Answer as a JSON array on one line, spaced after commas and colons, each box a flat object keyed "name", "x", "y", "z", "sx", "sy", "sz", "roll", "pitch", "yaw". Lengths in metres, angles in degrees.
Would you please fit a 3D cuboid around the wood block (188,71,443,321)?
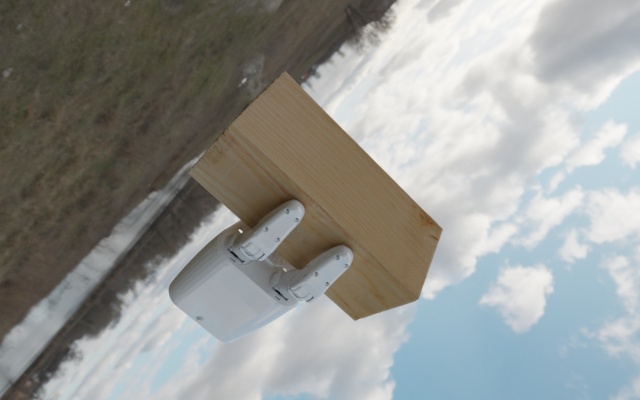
[{"name": "wood block", "x": 0.000, "y": 0.001, "z": 0.430, "sx": 0.090, "sy": 0.206, "sz": 0.090, "roll": -34, "pitch": 18, "yaw": 46}]
